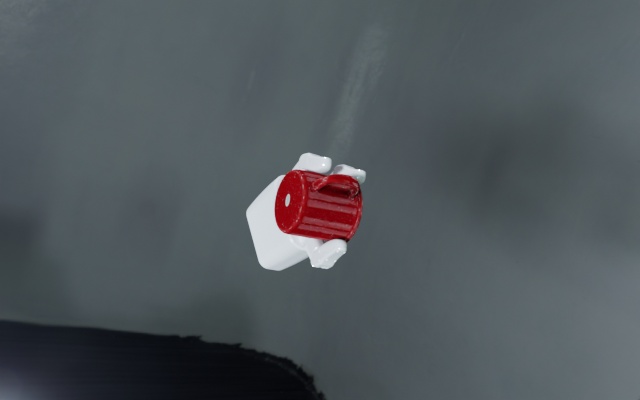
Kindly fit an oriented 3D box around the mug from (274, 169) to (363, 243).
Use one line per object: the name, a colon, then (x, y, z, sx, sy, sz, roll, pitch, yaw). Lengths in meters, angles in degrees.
mug: (0.001, 0.001, 0.595, 0.081, 0.093, 0.117, 11, -31, -30)
